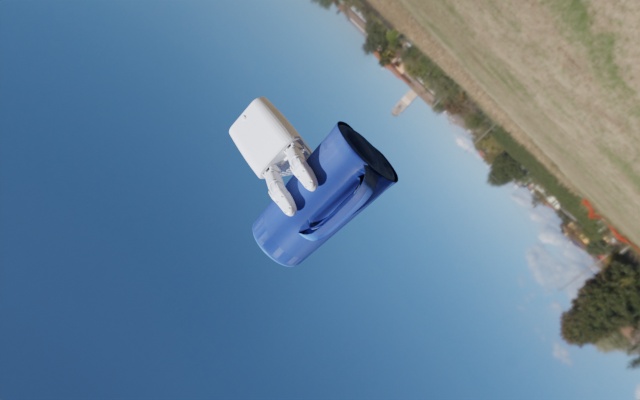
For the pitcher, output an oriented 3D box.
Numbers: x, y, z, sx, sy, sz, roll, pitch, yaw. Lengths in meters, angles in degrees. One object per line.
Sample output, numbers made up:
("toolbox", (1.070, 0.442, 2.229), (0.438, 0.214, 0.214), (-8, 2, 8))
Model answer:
("pitcher", (0.000, 0.002, 0.782), (0.243, 0.145, 0.149), (-45, -21, 20))
